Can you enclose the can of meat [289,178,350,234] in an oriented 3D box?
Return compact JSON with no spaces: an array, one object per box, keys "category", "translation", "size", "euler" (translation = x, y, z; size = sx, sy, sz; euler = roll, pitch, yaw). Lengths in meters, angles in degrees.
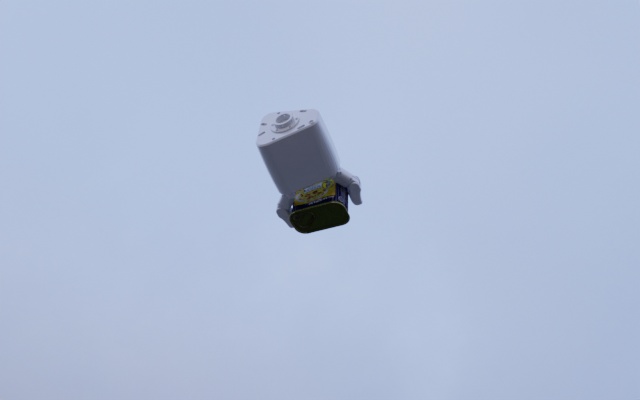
[{"category":"can of meat","translation":[0.000,0.003,0.841],"size":[0.102,0.083,0.057],"euler":[-15,-49,18]}]
